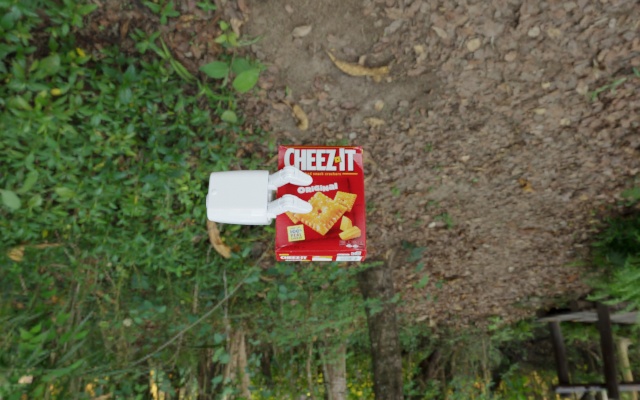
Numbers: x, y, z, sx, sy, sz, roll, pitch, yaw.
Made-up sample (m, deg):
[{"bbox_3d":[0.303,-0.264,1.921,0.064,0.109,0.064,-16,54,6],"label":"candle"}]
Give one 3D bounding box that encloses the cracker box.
[{"bbox_3d":[0.000,0.003,0.894,0.164,0.213,0.072,0,-22,-2],"label":"cracker box"}]
